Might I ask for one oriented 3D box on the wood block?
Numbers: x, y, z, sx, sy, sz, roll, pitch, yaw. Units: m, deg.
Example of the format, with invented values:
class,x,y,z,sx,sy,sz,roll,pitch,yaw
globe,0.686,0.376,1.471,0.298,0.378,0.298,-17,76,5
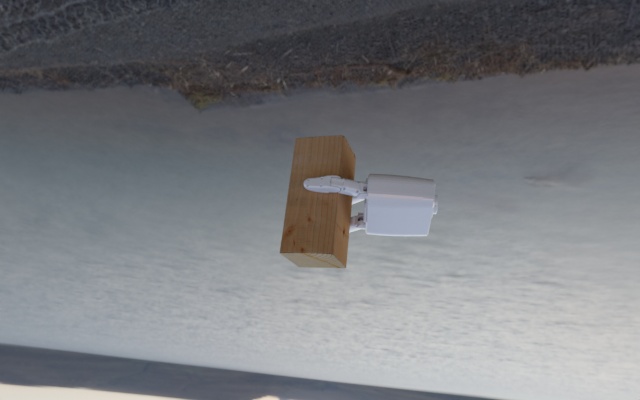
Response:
class,x,y,z,sx,sy,sz,roll,pitch,yaw
wood block,0.000,0.003,0.810,0.090,0.206,0.091,-1,-22,18
